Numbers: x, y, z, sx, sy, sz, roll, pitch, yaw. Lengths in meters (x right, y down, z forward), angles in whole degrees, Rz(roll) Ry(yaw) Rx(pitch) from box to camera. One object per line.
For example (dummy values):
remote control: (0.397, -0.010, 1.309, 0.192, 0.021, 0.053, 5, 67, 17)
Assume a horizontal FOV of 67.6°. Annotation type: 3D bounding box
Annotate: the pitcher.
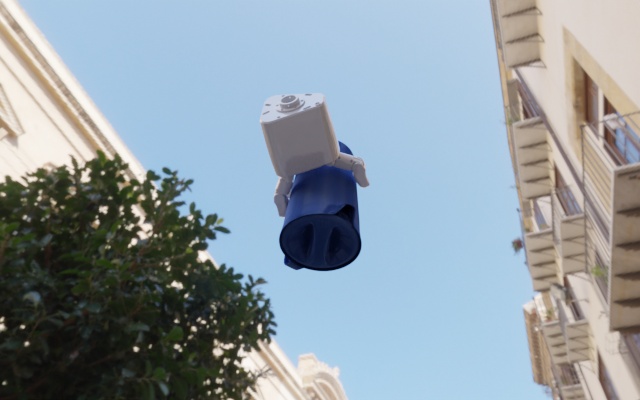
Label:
pitcher: (0.000, 0.003, 0.856, 0.149, 0.145, 0.242, -7, 39, 11)
